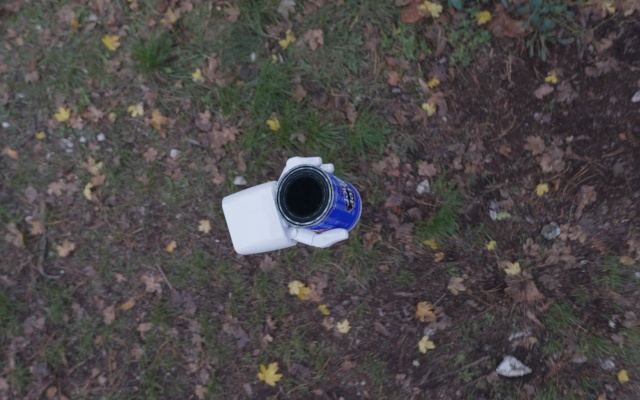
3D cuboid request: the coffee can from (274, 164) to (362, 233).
[{"bbox_3d":[0.000,0.003,0.809,0.103,0.103,0.140,0,-9,23],"label":"coffee can"}]
